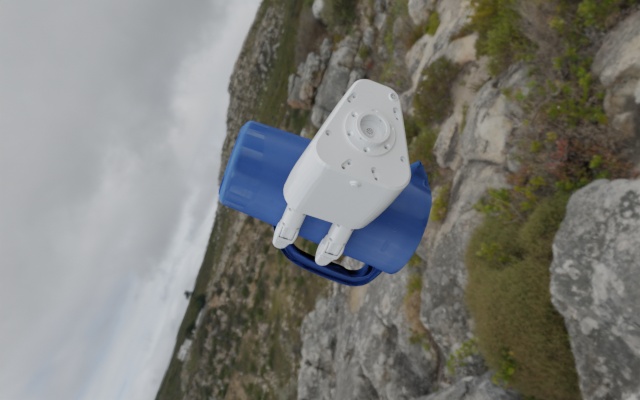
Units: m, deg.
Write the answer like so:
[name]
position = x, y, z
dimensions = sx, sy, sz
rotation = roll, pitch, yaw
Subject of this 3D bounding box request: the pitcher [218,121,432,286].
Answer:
[pitcher]
position = 0.000, 0.002, 0.598
dimensions = 0.243, 0.149, 0.145
rotation = 20, -25, -9
